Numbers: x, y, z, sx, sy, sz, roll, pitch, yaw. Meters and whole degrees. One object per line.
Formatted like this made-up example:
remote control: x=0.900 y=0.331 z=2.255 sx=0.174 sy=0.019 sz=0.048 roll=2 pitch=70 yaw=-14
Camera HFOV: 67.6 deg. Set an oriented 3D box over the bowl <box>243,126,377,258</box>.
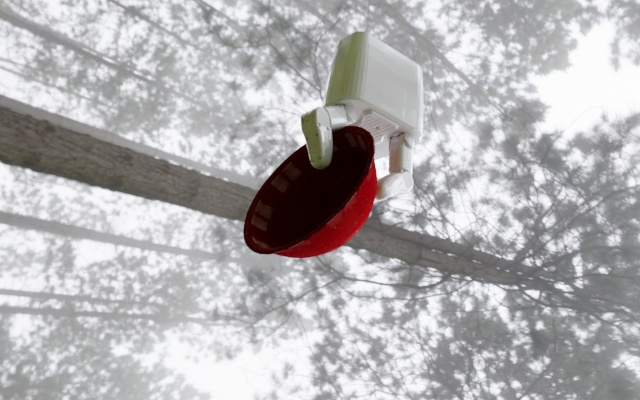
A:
bowl: x=0.000 y=0.003 z=0.477 sx=0.162 sy=0.162 sz=0.055 roll=0 pitch=-40 yaw=51
